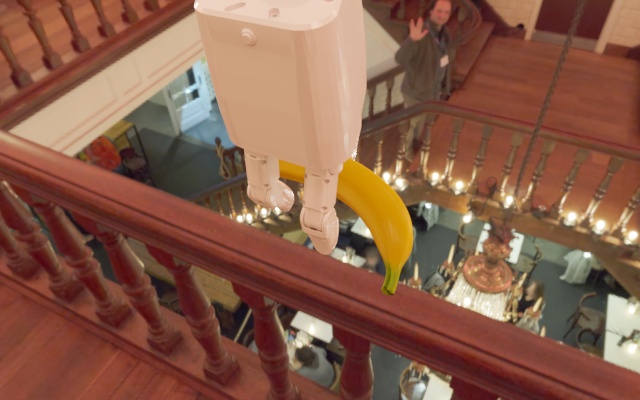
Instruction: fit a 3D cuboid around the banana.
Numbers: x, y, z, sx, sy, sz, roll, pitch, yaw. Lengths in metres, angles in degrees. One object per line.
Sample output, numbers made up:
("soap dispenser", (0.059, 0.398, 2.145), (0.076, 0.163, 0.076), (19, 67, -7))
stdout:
("banana", (0.017, -0.007, 0.424), (0.069, 0.037, 0.197), (-37, 56, -16))
